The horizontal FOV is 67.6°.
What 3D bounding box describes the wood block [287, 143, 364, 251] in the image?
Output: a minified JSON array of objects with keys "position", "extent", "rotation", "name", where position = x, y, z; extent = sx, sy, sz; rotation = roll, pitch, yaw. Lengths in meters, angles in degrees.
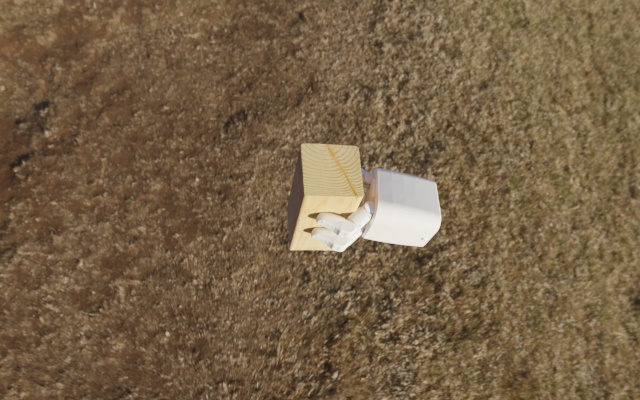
[{"position":[0.001,0.002,0.783],"extent":[0.090,0.090,0.206],"rotation":[1,-28,-10],"name":"wood block"}]
